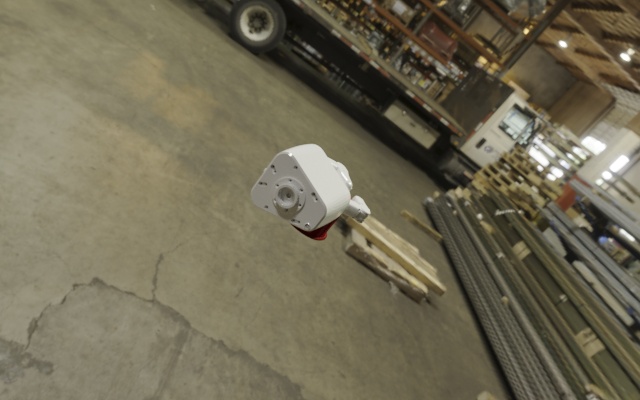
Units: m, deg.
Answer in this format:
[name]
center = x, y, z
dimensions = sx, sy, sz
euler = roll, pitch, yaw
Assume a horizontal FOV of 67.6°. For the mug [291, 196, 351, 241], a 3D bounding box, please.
[mug]
center = 0.001, 0.002, 0.795
dimensions = 0.093, 0.081, 0.117
euler = 42, 20, 7
